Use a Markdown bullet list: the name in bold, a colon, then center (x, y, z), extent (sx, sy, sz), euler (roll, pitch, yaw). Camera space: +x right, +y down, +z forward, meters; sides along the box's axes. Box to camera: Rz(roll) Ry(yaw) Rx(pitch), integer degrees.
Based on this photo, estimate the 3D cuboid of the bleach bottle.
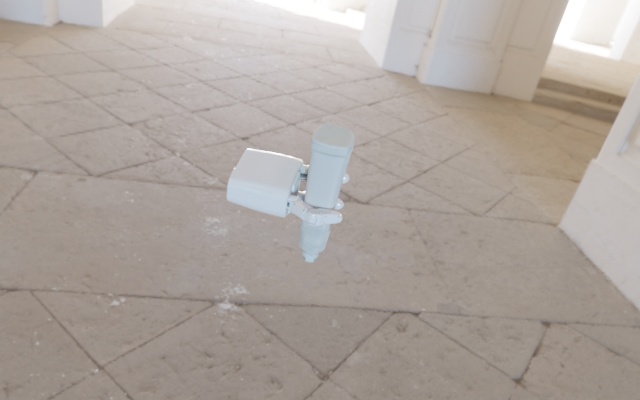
- **bleach bottle**: center (0.000, 0.003, 0.825), extent (0.068, 0.251, 0.102), euler (14, 28, 4)
